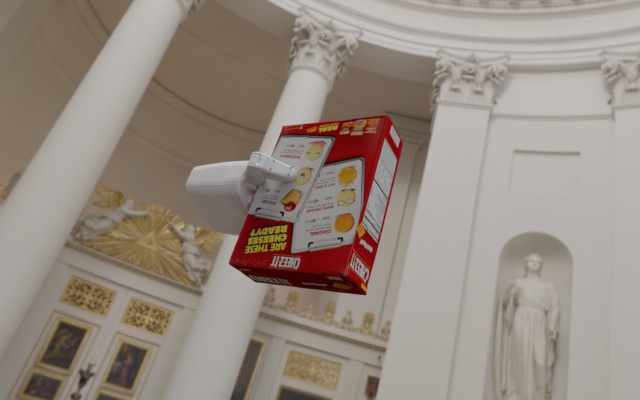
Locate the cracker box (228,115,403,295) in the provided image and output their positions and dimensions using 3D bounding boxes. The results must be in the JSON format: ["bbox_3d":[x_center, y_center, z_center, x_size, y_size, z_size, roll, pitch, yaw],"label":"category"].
[{"bbox_3d":[0.000,0.002,0.600,0.164,0.213,0.072,0,-30,32],"label":"cracker box"}]
